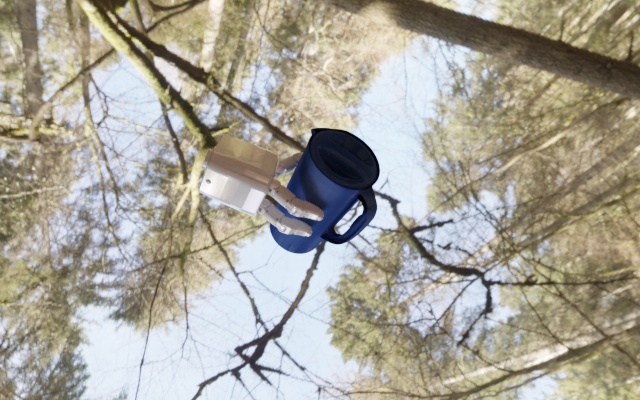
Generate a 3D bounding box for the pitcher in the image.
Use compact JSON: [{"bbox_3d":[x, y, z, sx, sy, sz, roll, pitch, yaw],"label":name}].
[{"bbox_3d":[0.000,0.003,0.864,0.145,0.149,0.243,21,-43,-13],"label":"pitcher"}]
